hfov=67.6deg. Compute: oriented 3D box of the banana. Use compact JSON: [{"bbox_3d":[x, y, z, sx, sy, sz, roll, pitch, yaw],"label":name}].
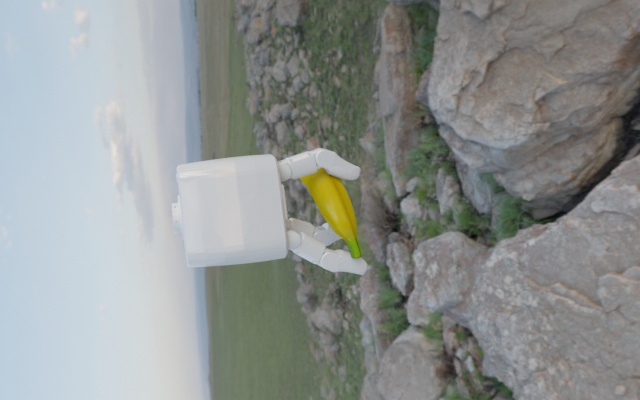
[{"bbox_3d":[0.001,-0.012,0.585,0.037,0.070,0.197,-9,35,-14],"label":"banana"}]
